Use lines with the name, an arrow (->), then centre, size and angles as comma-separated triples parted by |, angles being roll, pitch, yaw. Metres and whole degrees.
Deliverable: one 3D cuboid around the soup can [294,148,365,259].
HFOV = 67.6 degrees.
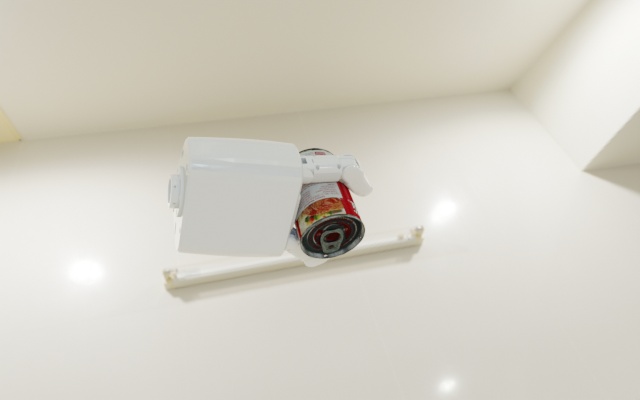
soup can -> 0.001, 0.001, 0.511 | 0.068, 0.102, 0.069 | -11, -41, -10
